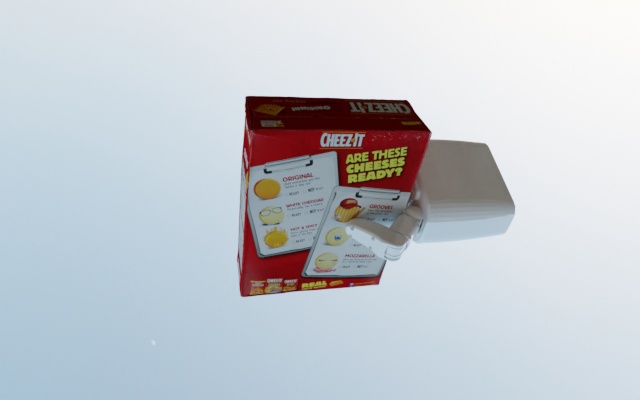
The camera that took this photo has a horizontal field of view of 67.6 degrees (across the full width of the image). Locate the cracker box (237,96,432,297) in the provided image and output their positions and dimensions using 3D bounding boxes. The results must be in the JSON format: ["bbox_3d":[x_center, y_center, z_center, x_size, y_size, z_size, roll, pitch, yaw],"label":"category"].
[{"bbox_3d":[0.000,0.002,0.493,0.164,0.214,0.072,-2,40,-15],"label":"cracker box"}]
